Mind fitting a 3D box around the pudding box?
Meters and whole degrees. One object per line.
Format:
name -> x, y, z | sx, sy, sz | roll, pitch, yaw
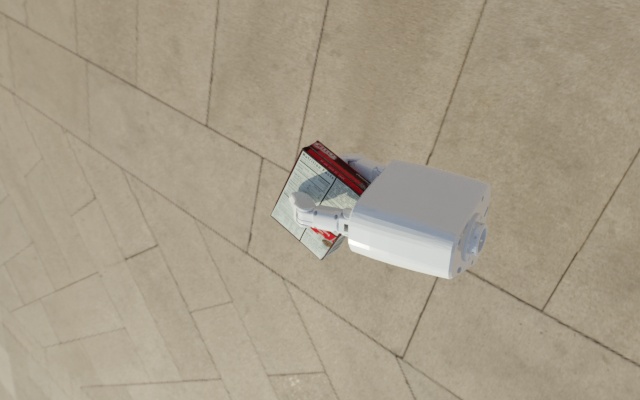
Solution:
pudding box -> 0.000, 0.002, 0.552 | 0.090, 0.113, 0.039 | 41, 37, 14
